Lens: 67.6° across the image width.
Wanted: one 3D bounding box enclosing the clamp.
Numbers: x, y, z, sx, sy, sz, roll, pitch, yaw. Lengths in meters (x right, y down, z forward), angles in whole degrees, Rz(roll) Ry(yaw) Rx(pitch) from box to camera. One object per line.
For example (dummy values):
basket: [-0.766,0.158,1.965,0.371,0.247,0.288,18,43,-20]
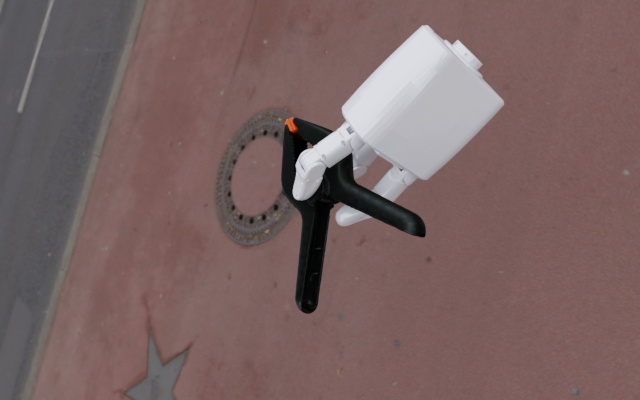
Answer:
clamp: [-0.001,0.001,0.503,0.036,0.210,0.165,14,-51,-47]
